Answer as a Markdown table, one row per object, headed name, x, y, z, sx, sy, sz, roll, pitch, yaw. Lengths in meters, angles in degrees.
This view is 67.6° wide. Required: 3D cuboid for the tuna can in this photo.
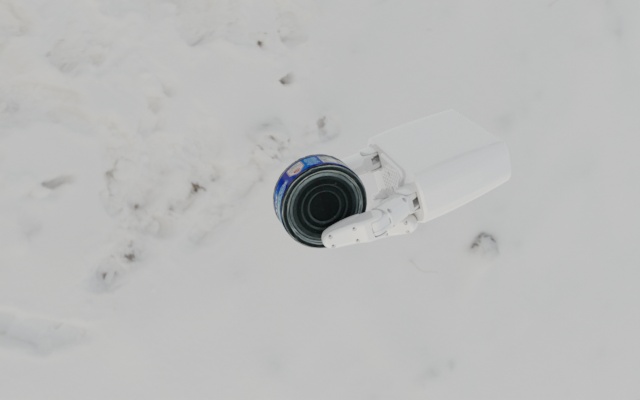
| name | x | y | z | sx | sy | sz | roll | pitch | yaw |
| --- | --- | --- | --- | --- | --- | --- | --- | --- | --- |
| tuna can | 0.000 | 0.002 | 0.453 | 0.086 | 0.086 | 0.033 | 0 | 20 | -18 |
